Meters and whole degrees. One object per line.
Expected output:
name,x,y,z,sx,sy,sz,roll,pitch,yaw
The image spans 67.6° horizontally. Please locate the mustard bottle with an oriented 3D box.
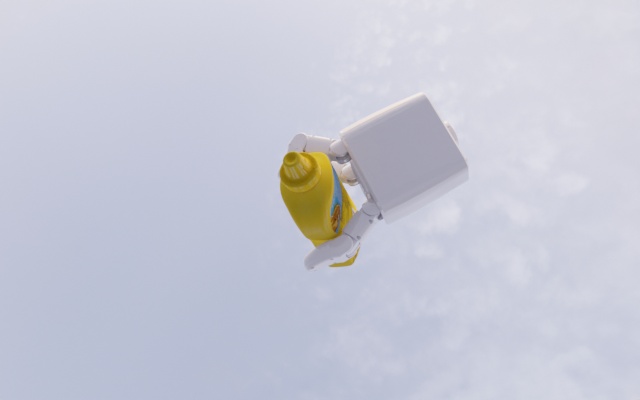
mustard bottle,0.000,0.002,0.535,0.058,0.096,0.192,-6,-27,15
